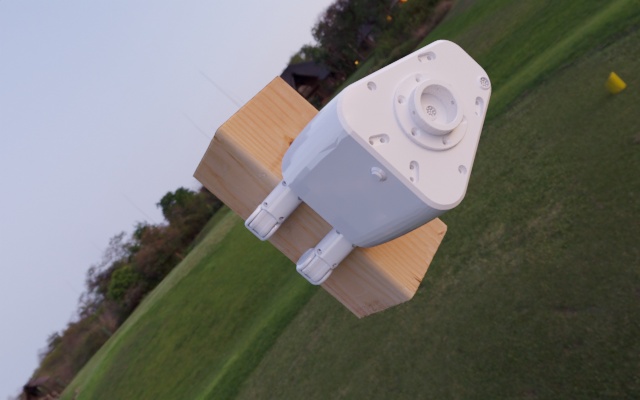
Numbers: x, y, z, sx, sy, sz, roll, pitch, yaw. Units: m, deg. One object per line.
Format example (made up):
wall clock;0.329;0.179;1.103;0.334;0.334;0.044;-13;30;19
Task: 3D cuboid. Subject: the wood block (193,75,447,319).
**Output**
wood block;0.000;0.001;0.437;0.090;0.206;0.090;-52;6;-36
